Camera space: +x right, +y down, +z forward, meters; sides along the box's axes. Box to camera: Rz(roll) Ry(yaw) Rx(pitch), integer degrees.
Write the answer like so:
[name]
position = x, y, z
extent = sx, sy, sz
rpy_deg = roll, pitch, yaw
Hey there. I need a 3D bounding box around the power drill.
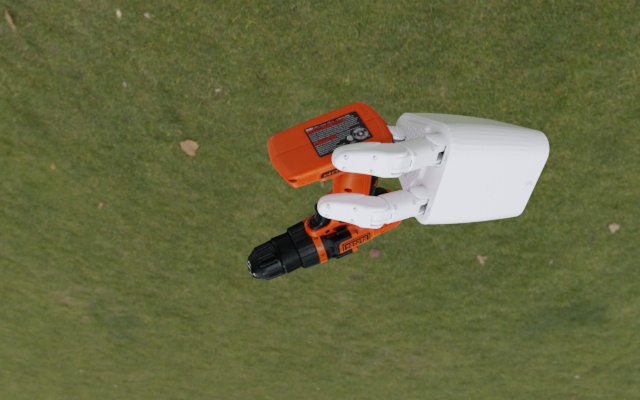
[power drill]
position = 0.000, 0.001, 0.475
extent = 0.184, 0.057, 0.188
rpy_deg = -25, -30, -11
